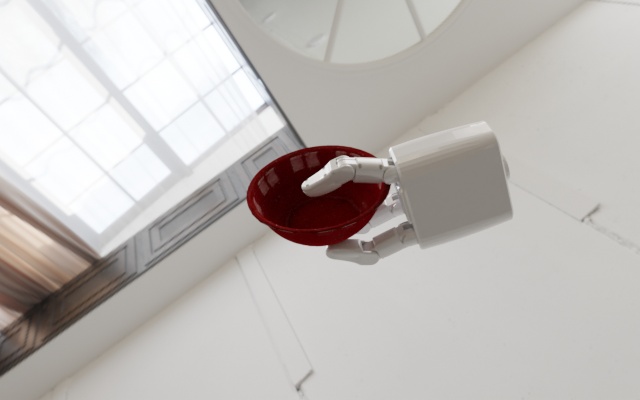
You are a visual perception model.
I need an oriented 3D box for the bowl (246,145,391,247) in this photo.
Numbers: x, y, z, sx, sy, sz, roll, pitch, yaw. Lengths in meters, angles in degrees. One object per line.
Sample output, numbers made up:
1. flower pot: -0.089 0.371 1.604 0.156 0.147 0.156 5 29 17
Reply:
1. bowl: -0.001 0.002 0.546 0.162 0.055 0.162 -6 38 4
